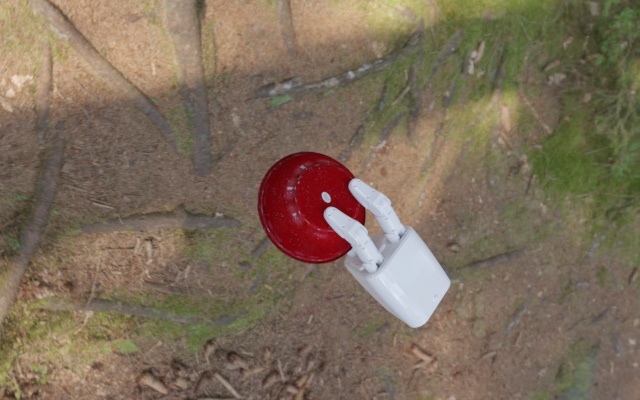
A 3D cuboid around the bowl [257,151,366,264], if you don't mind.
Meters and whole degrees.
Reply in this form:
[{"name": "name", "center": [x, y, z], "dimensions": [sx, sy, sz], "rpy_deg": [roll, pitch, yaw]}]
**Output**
[{"name": "bowl", "center": [-0.001, 0.001, 0.642], "dimensions": [0.162, 0.162, 0.055], "rpy_deg": [0, -14, -22]}]
